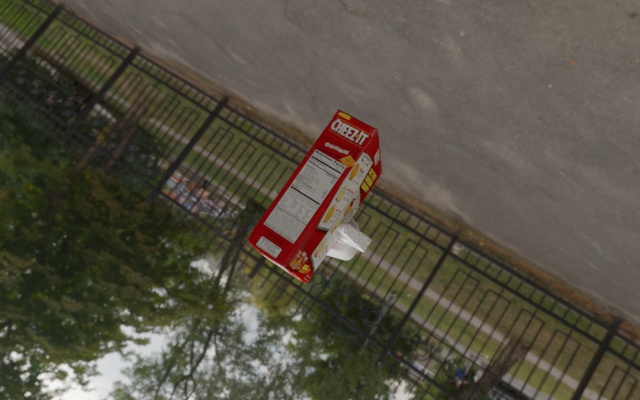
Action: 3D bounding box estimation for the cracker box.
[{"bbox_3d":[0.000,0.002,0.674,0.072,0.213,0.164,31,-10,16],"label":"cracker box"}]
